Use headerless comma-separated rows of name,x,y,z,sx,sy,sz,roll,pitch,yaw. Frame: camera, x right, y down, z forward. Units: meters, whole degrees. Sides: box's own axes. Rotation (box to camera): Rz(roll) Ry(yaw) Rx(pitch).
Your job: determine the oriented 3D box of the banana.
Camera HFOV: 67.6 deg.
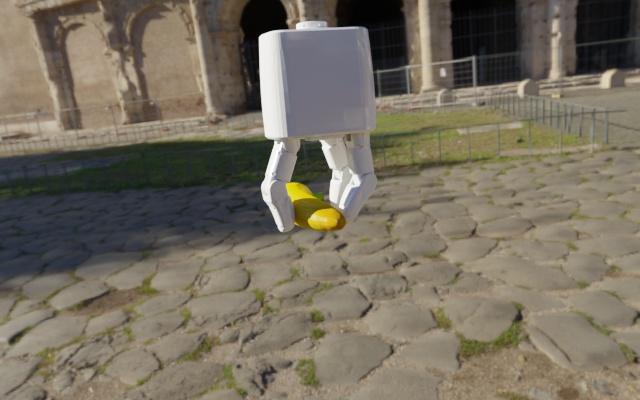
banana,-0.019,0.002,0.571,0.069,0.037,0.197,-3,11,-6
